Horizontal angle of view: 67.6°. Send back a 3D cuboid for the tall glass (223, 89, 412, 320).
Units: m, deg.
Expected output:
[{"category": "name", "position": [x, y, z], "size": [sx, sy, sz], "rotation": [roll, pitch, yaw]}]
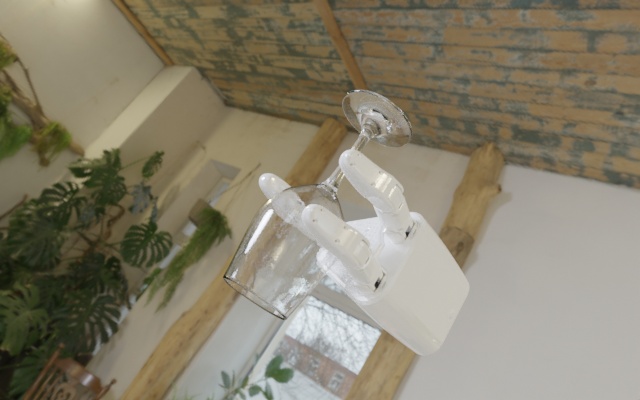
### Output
[{"category": "tall glass", "position": [0.000, 0.001, 0.414], "size": [0.079, 0.201, 0.079], "rotation": [30, -20, 12]}]
